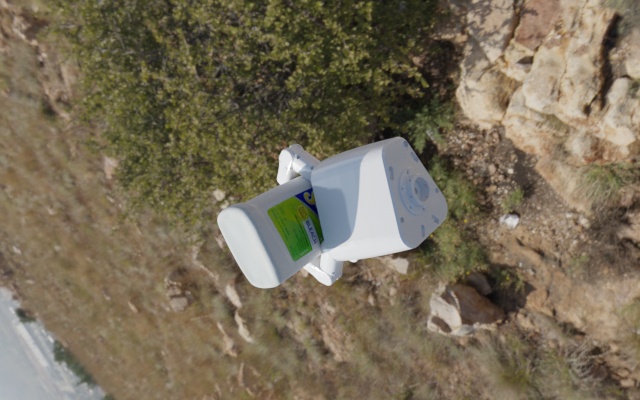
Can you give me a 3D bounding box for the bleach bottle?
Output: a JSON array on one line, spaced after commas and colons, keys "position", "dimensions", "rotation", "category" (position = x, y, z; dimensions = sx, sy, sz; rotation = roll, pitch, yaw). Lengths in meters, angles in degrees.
[{"position": [0.000, 0.002, 0.589], "dimensions": [0.068, 0.102, 0.250], "rotation": [-15, 14, 47], "category": "bleach bottle"}]
